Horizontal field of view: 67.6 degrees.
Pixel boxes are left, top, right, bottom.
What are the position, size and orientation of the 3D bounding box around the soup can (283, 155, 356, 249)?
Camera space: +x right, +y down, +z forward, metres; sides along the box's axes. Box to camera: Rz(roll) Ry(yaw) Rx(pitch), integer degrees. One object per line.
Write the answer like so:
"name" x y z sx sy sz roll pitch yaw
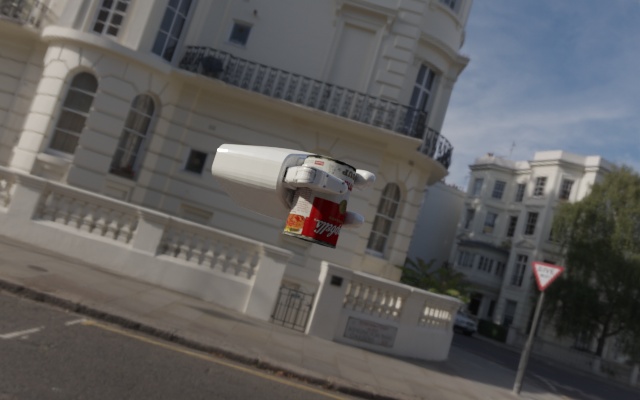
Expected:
"soup can" 0.001 0.002 0.593 0.068 0.102 0.068 16 -7 2
